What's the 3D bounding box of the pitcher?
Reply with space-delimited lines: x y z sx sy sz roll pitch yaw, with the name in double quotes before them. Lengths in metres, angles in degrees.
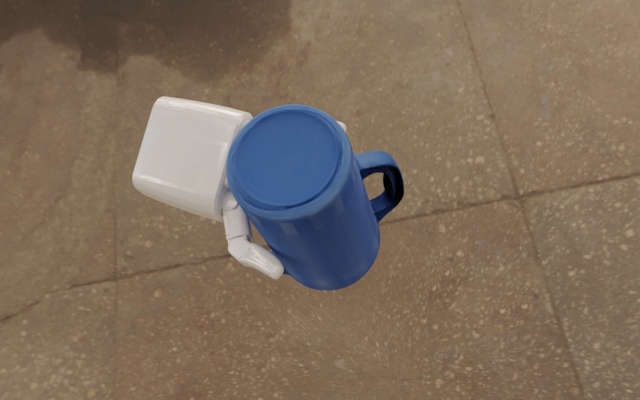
"pitcher" 0.000 0.002 0.499 0.145 0.149 0.243 16 -17 15
